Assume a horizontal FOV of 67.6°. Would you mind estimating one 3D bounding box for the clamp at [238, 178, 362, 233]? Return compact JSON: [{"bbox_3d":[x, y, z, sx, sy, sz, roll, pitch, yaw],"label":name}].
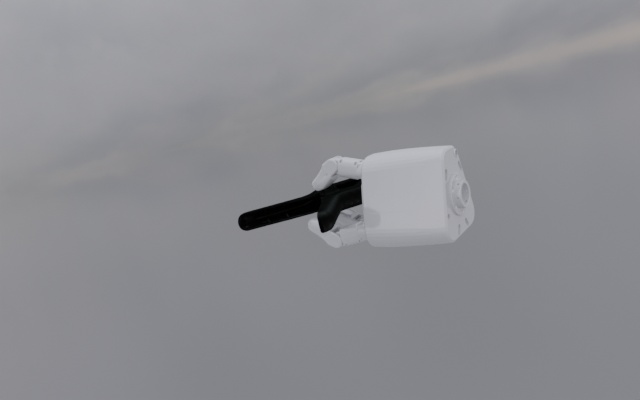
[{"bbox_3d":[0.000,0.001,0.663,0.164,0.036,0.210,-3,15,37],"label":"clamp"}]
